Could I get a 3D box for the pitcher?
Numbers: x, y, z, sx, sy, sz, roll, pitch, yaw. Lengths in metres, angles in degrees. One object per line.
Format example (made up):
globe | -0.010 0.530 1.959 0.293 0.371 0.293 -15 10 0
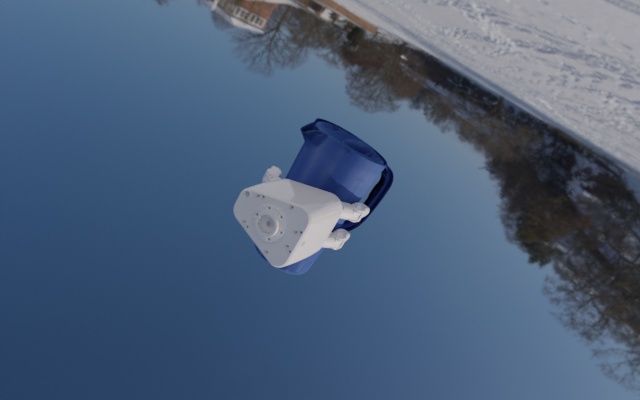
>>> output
pitcher | 0.000 0.003 0.787 0.149 0.243 0.145 37 19 13
